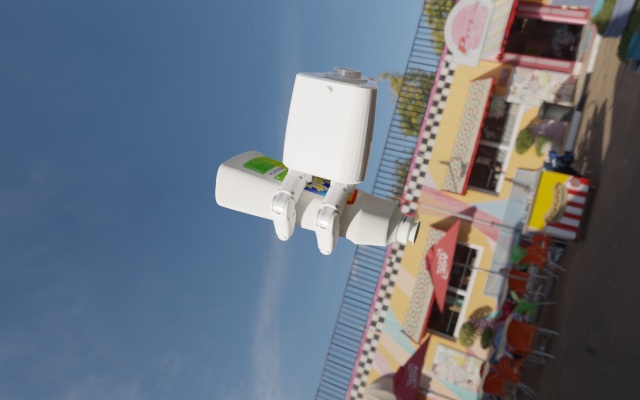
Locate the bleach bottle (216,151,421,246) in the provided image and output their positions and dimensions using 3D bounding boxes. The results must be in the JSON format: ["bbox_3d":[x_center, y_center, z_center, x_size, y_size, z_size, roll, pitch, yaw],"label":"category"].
[{"bbox_3d":[0.000,0.002,0.595,0.251,0.068,0.102,16,21,19],"label":"bleach bottle"}]
